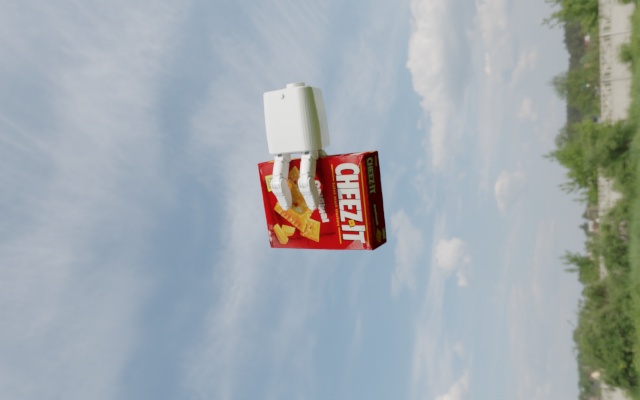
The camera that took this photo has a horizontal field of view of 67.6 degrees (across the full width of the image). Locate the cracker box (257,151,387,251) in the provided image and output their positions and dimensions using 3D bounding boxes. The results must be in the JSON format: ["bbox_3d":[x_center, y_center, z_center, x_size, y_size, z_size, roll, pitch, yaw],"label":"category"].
[{"bbox_3d":[0.000,0.003,0.849,0.213,0.164,0.072,-2,11,30],"label":"cracker box"}]
